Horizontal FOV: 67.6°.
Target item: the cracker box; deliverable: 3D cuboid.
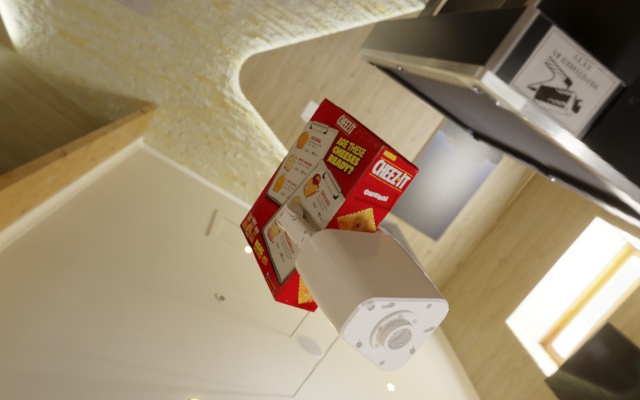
[{"bbox_3d":[0.000,0.002,0.592,0.072,0.214,0.164,26,15,-35],"label":"cracker box"}]
